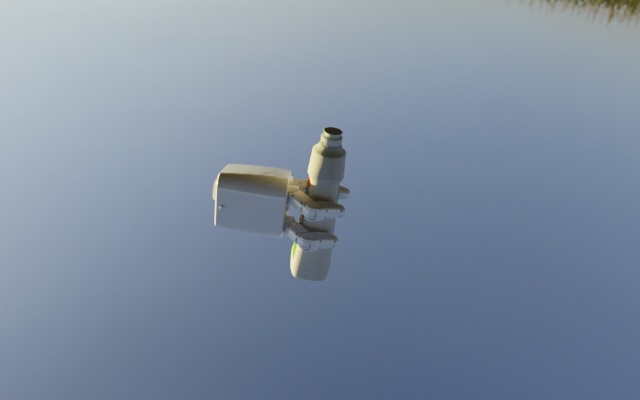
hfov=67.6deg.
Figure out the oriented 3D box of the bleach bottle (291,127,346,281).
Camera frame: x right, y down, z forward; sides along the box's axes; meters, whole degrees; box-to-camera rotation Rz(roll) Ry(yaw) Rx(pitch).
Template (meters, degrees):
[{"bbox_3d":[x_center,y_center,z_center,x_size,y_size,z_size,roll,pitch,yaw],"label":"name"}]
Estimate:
[{"bbox_3d":[0.000,0.003,0.753,0.068,0.251,0.102,8,31,-3],"label":"bleach bottle"}]
